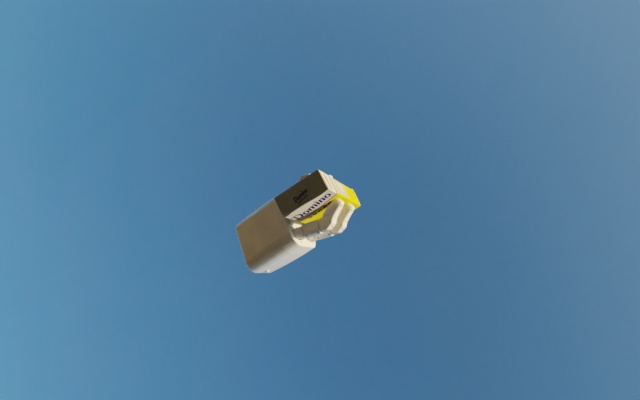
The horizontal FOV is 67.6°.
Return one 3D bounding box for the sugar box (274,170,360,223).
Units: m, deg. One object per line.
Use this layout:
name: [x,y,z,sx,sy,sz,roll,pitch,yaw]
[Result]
sugar box: [0.000,0.003,0.848,0.093,0.048,0.176,-33,-17,15]
